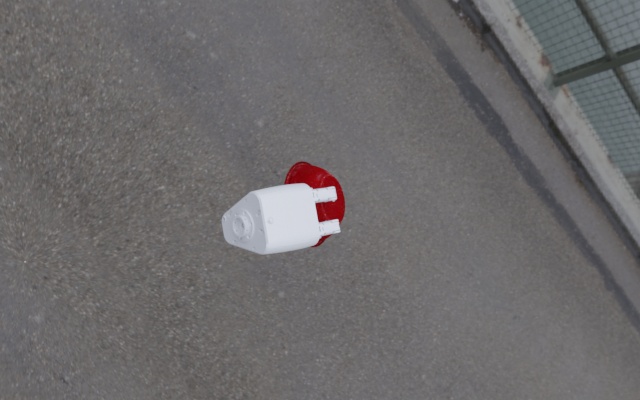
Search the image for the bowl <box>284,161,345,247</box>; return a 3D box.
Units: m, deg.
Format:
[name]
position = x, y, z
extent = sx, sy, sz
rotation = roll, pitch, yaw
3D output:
[bowl]
position = 0.001, 0.002, 0.876
extent = 0.055, 0.162, 0.162
rotation = -10, -5, 30
